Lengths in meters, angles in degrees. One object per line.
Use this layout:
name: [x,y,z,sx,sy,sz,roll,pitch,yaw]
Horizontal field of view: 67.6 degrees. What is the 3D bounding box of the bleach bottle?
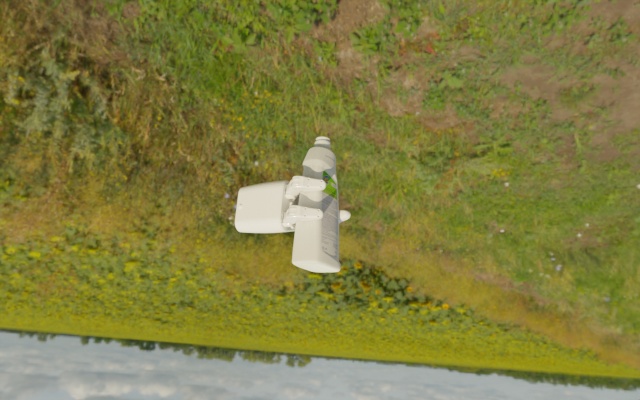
bleach bottle: [0.000,0.003,0.900,0.068,0.250,0.102,-5,-20,28]
